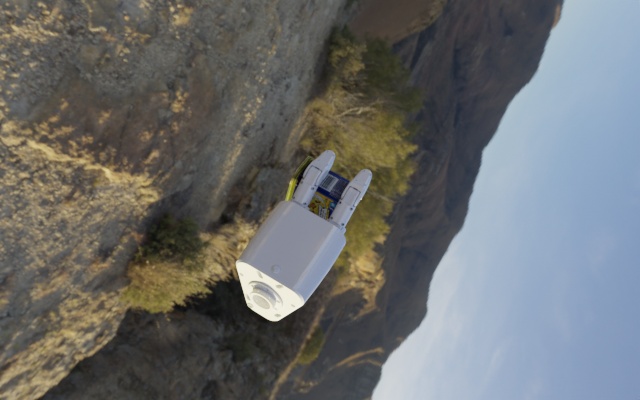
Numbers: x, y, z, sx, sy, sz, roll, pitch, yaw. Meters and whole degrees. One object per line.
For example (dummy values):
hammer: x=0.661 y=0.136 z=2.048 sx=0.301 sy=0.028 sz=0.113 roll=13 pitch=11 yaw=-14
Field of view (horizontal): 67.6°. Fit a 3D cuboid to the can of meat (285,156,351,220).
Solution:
can of meat: x=0.000 y=0.002 z=0.659 sx=0.084 sy=0.102 sz=0.057 roll=30 pitch=48 yaw=8
